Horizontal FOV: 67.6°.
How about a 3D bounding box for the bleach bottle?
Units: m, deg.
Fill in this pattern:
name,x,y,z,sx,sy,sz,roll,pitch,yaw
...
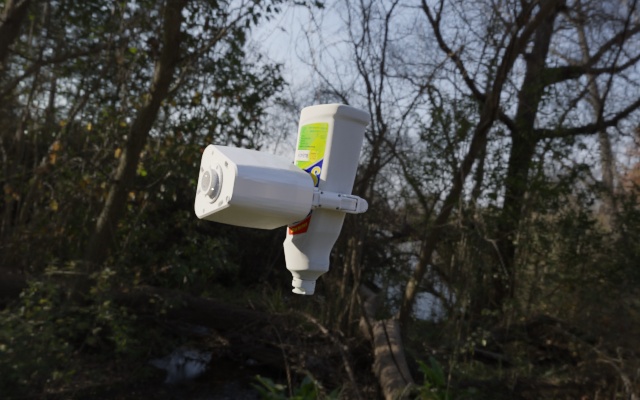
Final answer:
name,x,y,z,sx,sy,sz,roll,pitch,yaw
bleach bottle,0.000,0.002,0.644,0.068,0.251,0.102,9,0,-37
